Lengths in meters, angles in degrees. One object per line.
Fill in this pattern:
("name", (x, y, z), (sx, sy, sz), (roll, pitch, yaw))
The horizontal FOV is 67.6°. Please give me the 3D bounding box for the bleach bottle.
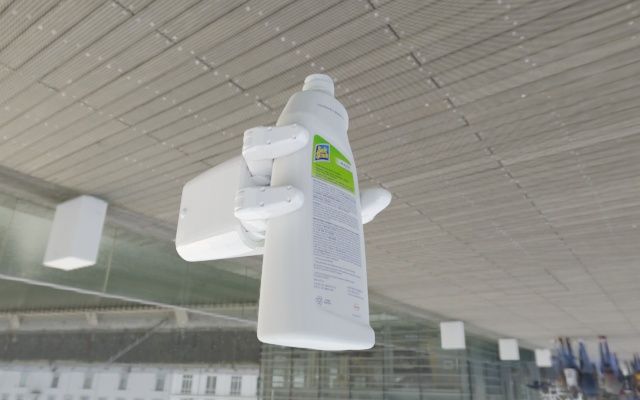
("bleach bottle", (0.000, 0.001, 0.434), (0.068, 0.250, 0.102), (-16, -28, 38))
